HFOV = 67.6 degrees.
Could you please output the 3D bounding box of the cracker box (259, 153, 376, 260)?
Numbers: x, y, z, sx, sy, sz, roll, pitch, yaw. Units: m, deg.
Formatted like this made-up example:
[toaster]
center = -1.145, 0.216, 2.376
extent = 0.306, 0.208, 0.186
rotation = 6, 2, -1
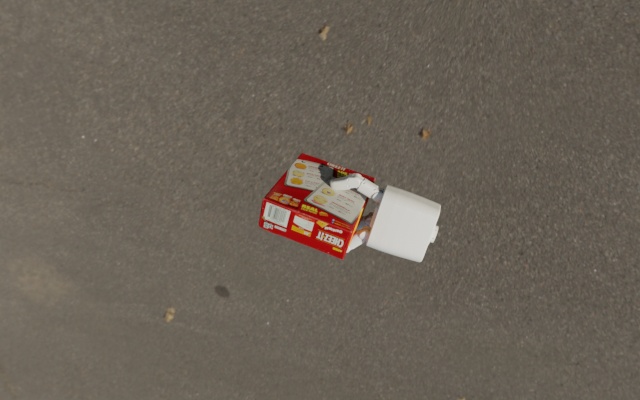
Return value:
[cracker box]
center = 0.000, 0.003, 0.898
extent = 0.164, 0.072, 0.213
rotation = 20, 31, 7
